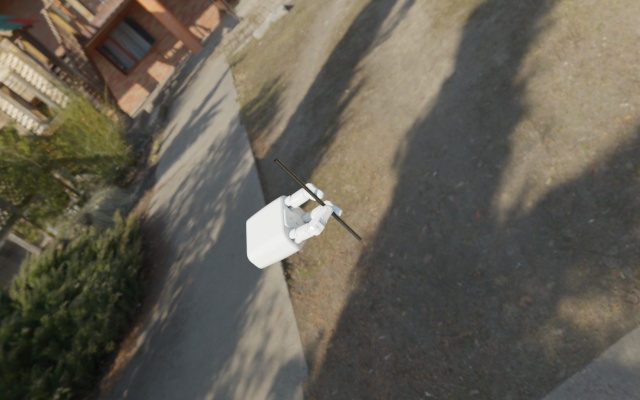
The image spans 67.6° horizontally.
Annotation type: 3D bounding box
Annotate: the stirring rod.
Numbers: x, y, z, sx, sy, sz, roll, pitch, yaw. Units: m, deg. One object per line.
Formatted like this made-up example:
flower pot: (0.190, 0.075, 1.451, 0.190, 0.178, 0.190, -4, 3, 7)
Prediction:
stirring rod: (0.000, 0.003, 0.883, 0.240, 0.011, 0.011, 43, -23, -27)
